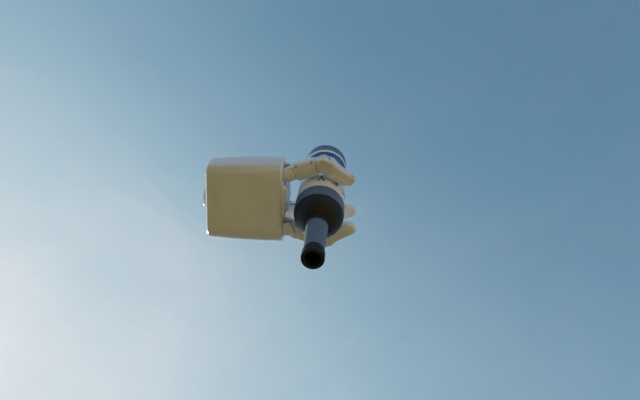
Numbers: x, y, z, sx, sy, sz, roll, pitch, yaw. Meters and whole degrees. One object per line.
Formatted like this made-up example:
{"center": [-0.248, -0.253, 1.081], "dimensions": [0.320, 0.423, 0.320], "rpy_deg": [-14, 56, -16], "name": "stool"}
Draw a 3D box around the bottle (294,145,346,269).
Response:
{"center": [0.000, 0.002, 0.658], "dimensions": [0.069, 0.069, 0.295], "rpy_deg": [0, 25, 4], "name": "bottle"}
